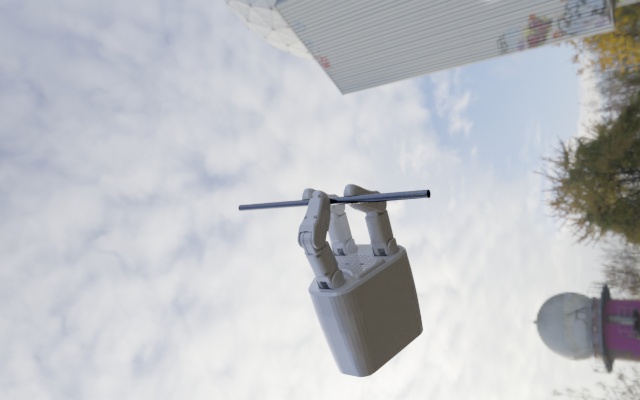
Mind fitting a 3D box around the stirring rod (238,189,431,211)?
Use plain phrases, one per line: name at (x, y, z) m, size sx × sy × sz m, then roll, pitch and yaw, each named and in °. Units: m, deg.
stirring rod at (0.000, 0.002, 0.491) m, size 0.239 × 0.011 × 0.011 m, roll -4°, pitch -3°, yaw 38°
